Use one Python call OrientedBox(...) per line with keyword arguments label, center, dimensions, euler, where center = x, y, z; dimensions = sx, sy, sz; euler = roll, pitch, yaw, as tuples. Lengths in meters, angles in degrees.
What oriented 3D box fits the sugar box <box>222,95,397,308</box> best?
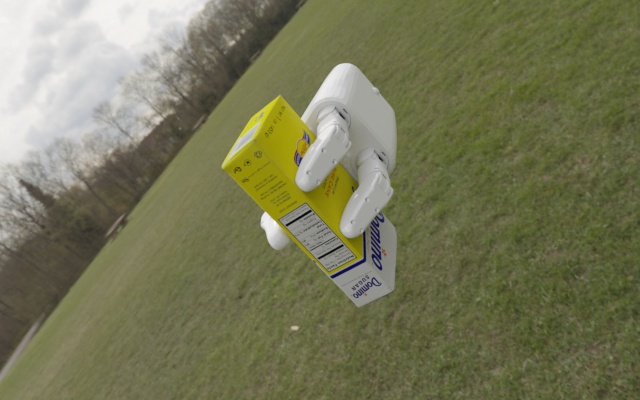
OrientedBox(label="sugar box", center=(0.000, 0.001, 0.417), dimensions=(0.048, 0.176, 0.093), euler=(-34, 22, 28))
